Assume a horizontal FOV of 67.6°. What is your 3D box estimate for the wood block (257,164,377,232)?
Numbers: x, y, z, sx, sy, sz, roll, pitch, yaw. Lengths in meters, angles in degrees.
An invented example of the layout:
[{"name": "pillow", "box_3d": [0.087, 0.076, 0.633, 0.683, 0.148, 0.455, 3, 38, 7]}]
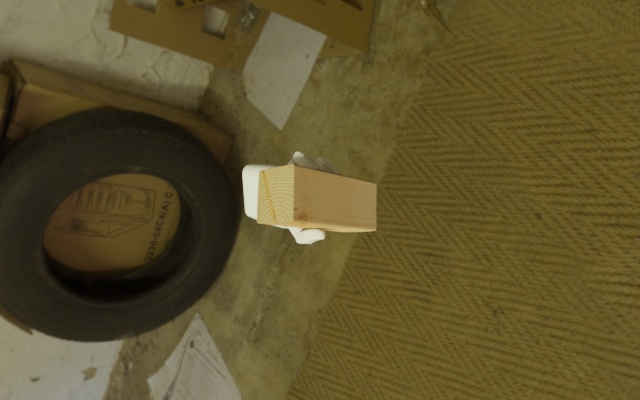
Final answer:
[{"name": "wood block", "box_3d": [0.000, 0.003, 0.824, 0.090, 0.091, 0.206, -5, -10, 44]}]
